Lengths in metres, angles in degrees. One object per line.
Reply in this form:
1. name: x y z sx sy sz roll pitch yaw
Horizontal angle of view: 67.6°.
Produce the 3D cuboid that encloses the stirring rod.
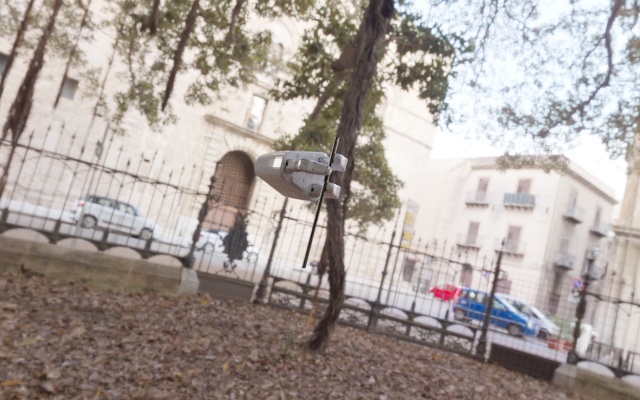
1. stirring rod: 0.000 0.003 0.845 0.011 0.239 0.011 14 -6 2
